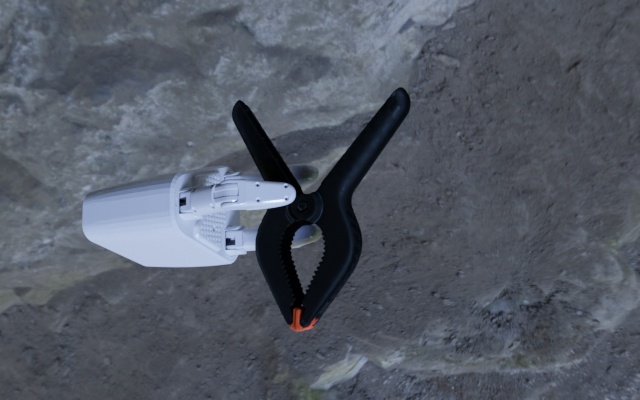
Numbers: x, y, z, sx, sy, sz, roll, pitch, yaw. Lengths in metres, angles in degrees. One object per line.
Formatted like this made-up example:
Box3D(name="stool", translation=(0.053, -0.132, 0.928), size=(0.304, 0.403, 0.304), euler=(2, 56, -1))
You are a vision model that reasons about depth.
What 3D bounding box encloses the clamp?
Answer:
Box3D(name="clamp", translation=(0.000, 0.002, 0.403), size=(0.164, 0.210, 0.036), euler=(-7, -12, 21))
